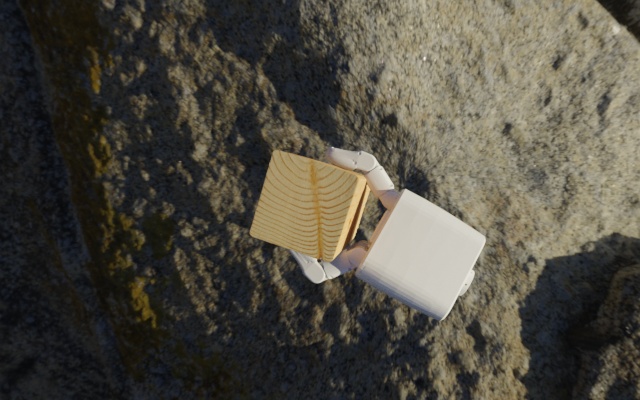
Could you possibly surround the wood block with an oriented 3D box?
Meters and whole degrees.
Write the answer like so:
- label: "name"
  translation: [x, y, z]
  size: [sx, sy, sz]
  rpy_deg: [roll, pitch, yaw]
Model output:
- label: "wood block"
  translation: [0.001, 0.002, 0.560]
  size: [0.090, 0.091, 0.206]
  rpy_deg: [18, 5, 9]
